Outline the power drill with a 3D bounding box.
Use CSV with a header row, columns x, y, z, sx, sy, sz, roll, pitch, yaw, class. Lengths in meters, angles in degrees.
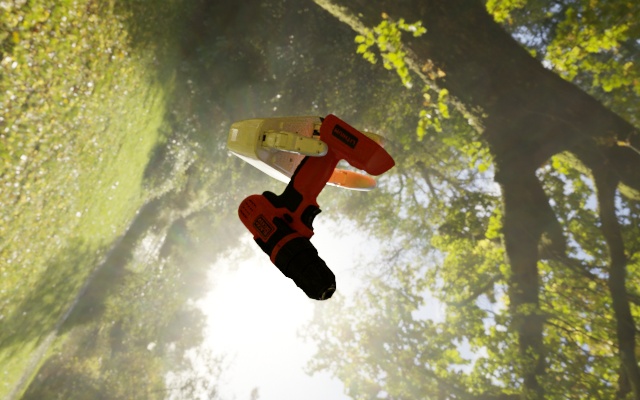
x,y,z,sx,sy,sz,roll,pitch,yaw,class
0.000,0.001,0.570,0.184,0.187,0.057,42,3,38,power drill
